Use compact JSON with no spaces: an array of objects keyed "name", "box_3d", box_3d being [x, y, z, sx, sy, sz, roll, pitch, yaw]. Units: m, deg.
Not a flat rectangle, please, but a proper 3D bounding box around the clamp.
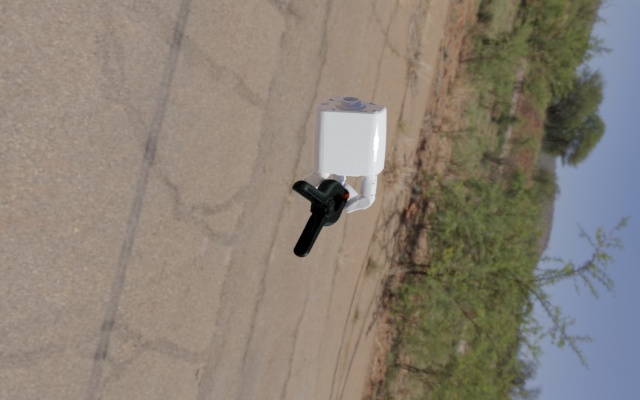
[{"name":"clamp","box_3d":[0.001,0.003,0.772,0.039,0.120,0.171,13,30,21]}]
